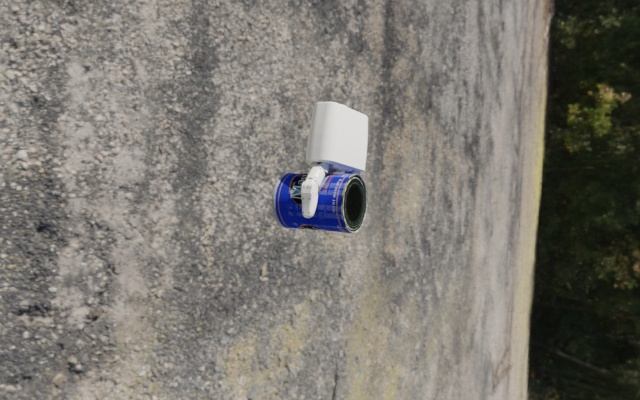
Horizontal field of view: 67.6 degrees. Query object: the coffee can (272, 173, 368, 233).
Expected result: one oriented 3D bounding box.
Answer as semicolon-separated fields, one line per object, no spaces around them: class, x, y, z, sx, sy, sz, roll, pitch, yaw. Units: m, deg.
coffee can;0.000;0.003;0.849;0.140;0.103;0.103;3;1;29
